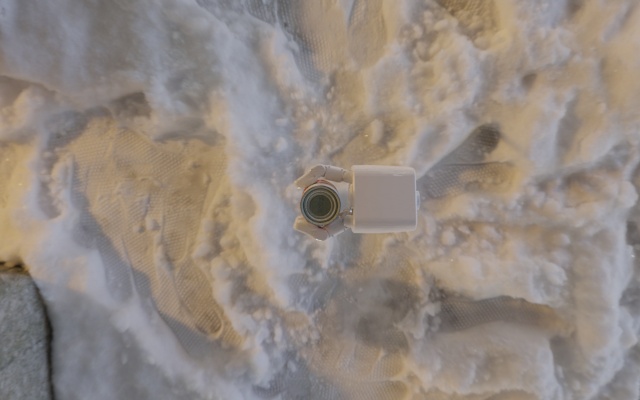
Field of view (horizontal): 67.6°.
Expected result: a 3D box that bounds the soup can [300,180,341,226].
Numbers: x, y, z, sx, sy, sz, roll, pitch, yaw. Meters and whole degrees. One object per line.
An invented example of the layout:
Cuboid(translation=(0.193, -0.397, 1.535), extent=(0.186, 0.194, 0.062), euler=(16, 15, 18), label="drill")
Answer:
Cuboid(translation=(0.000, 0.003, 0.815), extent=(0.068, 0.068, 0.102), euler=(0, 7, 0), label="soup can")
